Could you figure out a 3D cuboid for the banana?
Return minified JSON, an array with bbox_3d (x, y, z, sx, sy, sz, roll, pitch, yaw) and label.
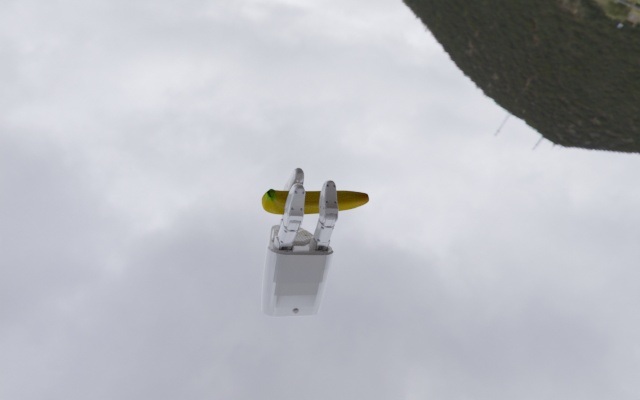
[{"bbox_3d":[-0.015,0.003,0.707,0.198,0.037,0.069,-1,-1,-42],"label":"banana"}]
